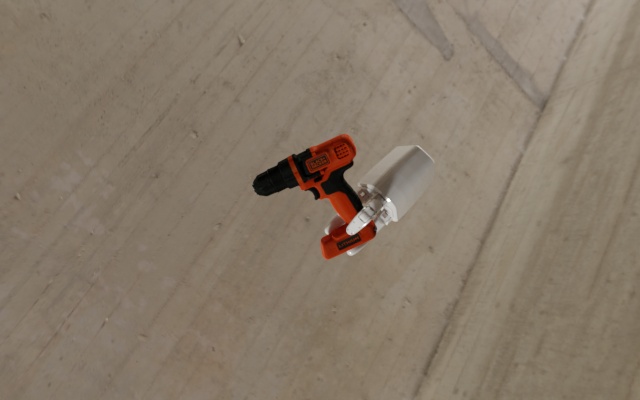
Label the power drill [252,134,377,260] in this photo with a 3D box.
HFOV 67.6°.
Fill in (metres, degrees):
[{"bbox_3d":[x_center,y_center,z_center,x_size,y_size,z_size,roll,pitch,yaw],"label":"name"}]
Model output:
[{"bbox_3d":[0.001,0.003,0.811,0.184,0.188,0.057,-25,16,4],"label":"power drill"}]
